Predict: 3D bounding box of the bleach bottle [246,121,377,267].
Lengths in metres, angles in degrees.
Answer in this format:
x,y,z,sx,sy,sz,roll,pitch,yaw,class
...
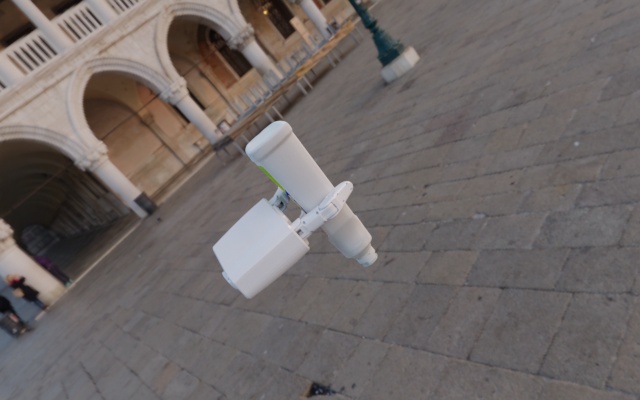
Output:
x,y,z,sx,sy,sz,roll,pitch,yaw,class
0.000,0.002,0.684,0.068,0.251,0.102,-42,18,-3,bleach bottle
